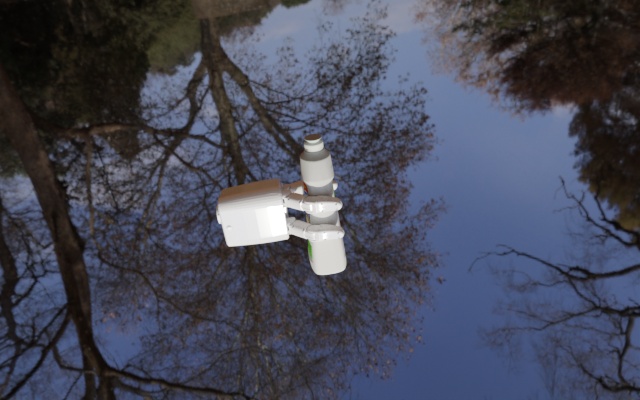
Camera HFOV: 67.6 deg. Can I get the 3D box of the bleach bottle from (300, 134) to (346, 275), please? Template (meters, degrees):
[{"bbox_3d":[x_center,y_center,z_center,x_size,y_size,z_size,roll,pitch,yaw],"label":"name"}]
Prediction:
[{"bbox_3d":[0.000,0.003,0.829,0.068,0.251,0.102,-9,30,-3],"label":"bleach bottle"}]
